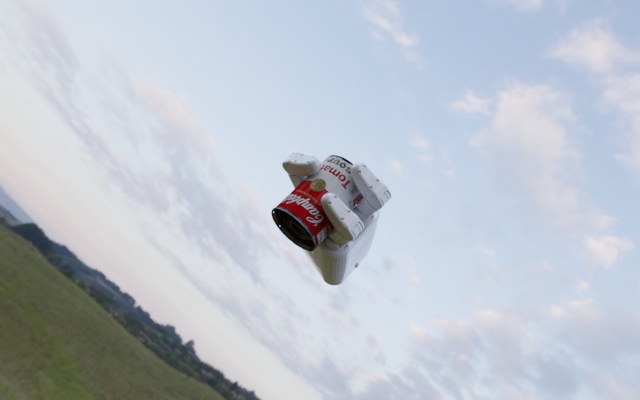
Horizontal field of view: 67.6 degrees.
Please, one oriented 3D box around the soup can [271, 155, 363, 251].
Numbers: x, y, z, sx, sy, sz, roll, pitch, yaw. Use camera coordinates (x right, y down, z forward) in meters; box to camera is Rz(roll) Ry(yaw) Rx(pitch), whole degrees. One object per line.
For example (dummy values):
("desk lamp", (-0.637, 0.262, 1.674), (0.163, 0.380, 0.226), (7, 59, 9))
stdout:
("soup can", (0.000, 0.001, 0.573), (0.102, 0.068, 0.068), (-45, 23, -24))
